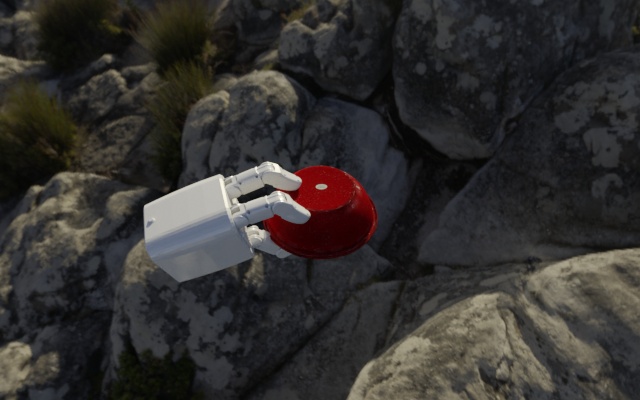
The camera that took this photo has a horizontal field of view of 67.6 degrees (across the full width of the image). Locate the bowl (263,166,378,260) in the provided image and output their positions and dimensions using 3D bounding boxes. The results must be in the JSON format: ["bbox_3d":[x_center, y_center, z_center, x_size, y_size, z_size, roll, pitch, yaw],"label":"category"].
[{"bbox_3d":[0.001,0.001,0.654,0.162,0.055,0.162,0,44,0],"label":"bowl"}]
